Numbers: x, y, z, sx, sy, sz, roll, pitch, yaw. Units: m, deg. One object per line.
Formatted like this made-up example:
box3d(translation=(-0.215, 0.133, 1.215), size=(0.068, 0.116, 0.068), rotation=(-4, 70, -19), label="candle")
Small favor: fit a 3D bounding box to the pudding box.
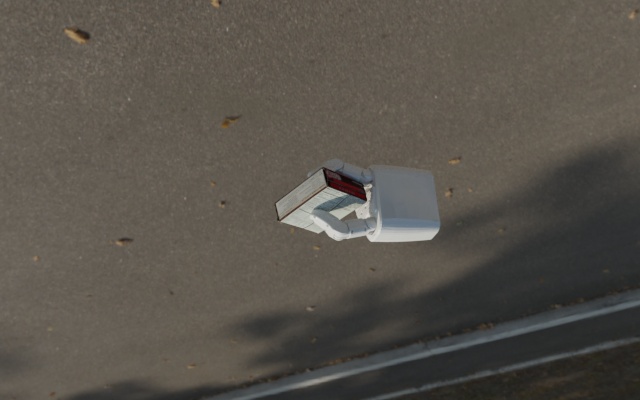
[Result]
box3d(translation=(0.000, 0.003, 0.723), size=(0.090, 0.039, 0.113), rotation=(21, -46, -42), label="pudding box")
